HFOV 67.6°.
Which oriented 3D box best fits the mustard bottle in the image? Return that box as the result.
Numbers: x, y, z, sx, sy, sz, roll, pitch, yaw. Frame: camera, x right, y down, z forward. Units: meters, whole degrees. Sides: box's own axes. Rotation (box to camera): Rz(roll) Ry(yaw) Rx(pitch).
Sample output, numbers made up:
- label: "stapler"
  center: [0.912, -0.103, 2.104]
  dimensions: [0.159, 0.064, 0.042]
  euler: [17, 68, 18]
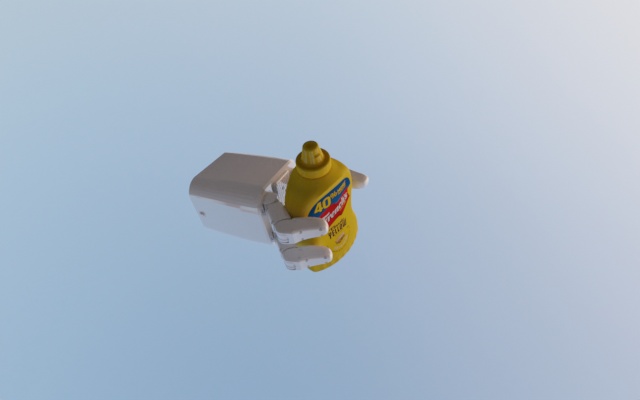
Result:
- label: "mustard bottle"
  center: [0.000, 0.002, 0.597]
  dimensions: [0.058, 0.192, 0.096]
  euler: [33, 61, 33]
